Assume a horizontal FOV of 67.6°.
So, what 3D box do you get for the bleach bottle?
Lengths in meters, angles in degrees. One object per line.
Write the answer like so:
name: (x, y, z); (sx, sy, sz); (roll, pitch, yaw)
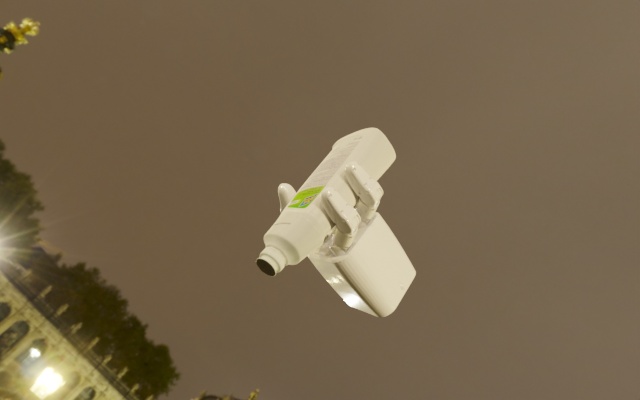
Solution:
bleach bottle: (0.000, 0.002, 0.619); (0.102, 0.068, 0.250); (-18, 24, 50)
